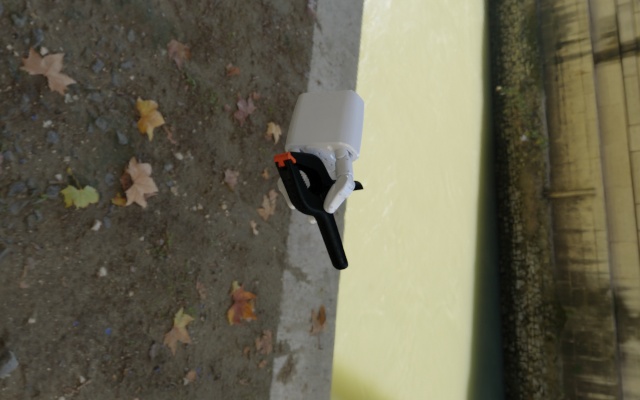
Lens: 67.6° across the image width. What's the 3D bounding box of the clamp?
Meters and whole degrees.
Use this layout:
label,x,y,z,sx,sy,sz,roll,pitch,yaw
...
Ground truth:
label,x,y,z,sx,sy,sz,roll,pitch,yaw
clamp,0.001,0.002,0.727,0.036,0.164,0.210,-10,-31,33
